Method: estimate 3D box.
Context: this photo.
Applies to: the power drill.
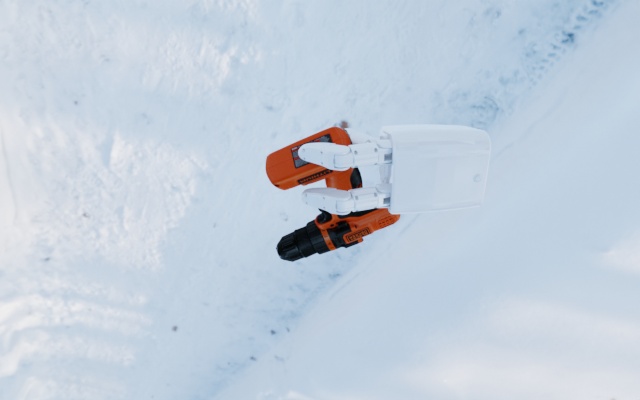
[{"bbox_3d":[0.000,0.002,0.622,0.184,0.057,0.188,-24,-39,6],"label":"power drill"}]
